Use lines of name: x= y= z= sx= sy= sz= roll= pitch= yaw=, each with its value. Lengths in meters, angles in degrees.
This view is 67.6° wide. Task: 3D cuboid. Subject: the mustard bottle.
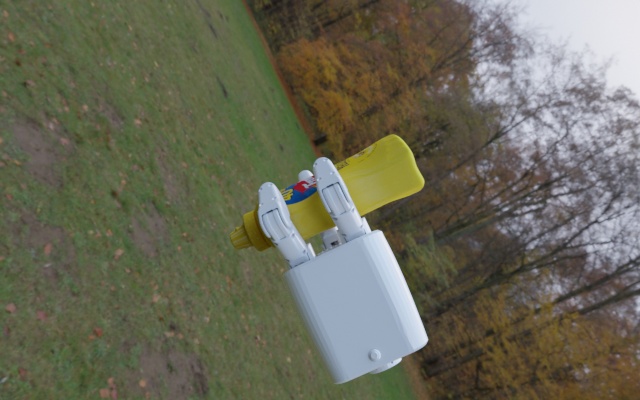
mustard bottle: x=0.000 y=0.001 z=0.469 sx=0.191 sy=0.058 sz=0.096 roll=-25 pitch=15 yaw=4
